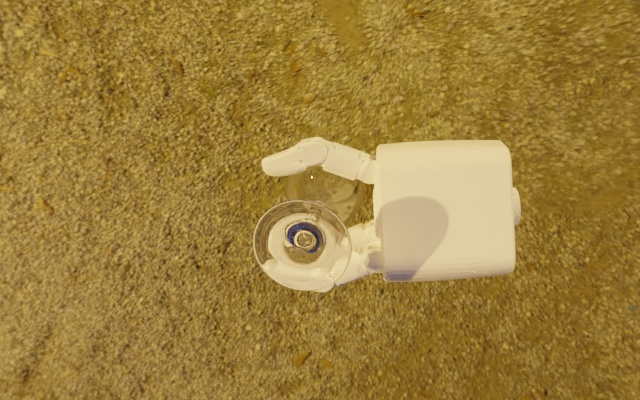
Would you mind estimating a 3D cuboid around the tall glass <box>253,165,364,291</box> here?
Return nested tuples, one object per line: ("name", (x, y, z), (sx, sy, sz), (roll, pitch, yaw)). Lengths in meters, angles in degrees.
("tall glass", (0.000, 0.002, 0.444), (0.079, 0.079, 0.201), (0, 19, 8))
